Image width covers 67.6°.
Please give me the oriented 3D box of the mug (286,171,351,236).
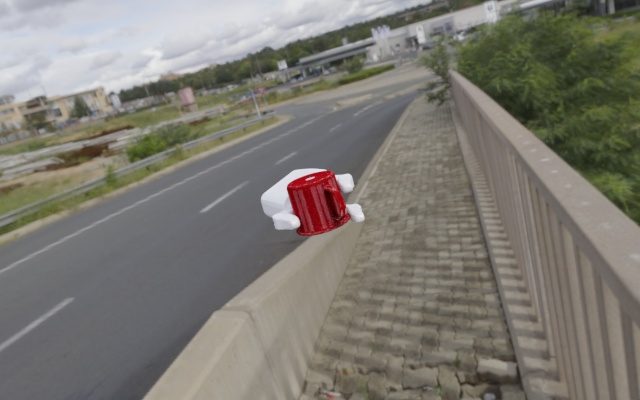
[{"bbox_3d":[0.001,0.002,0.760,0.093,0.081,0.117,-25,16,-28],"label":"mug"}]
